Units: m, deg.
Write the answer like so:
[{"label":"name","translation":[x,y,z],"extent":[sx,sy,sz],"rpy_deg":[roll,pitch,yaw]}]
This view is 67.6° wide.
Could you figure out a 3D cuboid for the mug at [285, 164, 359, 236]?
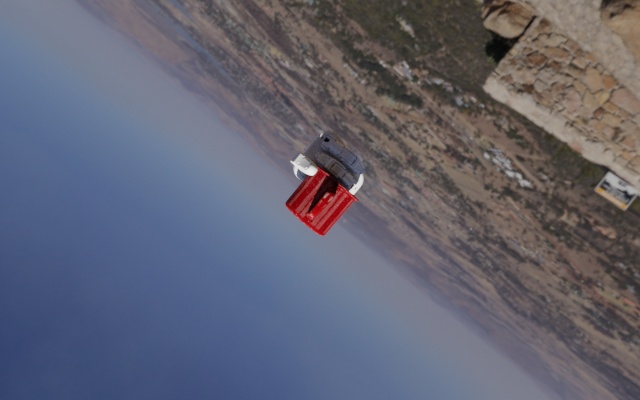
[{"label":"mug","translation":[0.000,0.003,0.740],"extent":[0.093,0.081,0.117],"rpy_deg":[40,1,-7]}]
